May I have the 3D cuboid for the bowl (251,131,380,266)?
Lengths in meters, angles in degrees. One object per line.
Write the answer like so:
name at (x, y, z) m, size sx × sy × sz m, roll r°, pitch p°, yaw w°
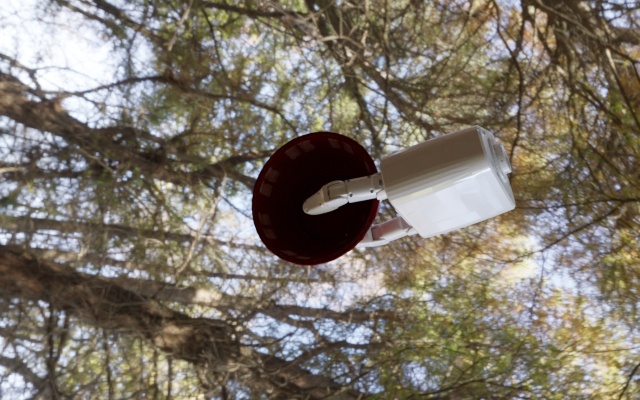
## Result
bowl at (-0.001, 0.002, 0.573) m, size 0.162 × 0.162 × 0.055 m, roll 0°, pitch -16°, yaw 22°
